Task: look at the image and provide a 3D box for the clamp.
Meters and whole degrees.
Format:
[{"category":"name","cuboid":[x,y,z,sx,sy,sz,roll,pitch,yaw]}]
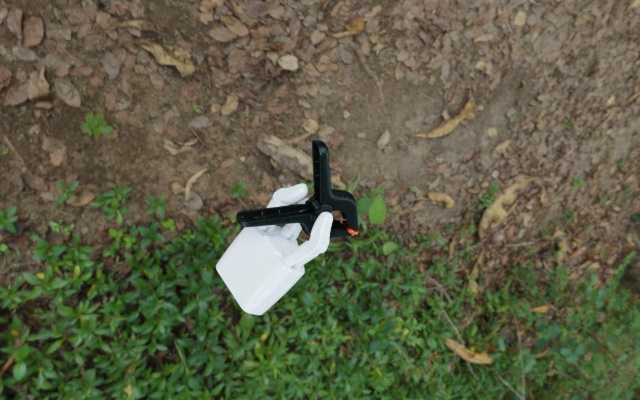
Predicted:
[{"category":"clamp","cuboid":[0.001,0.003,0.713,0.210,0.164,0.036,24,27,-45]}]
